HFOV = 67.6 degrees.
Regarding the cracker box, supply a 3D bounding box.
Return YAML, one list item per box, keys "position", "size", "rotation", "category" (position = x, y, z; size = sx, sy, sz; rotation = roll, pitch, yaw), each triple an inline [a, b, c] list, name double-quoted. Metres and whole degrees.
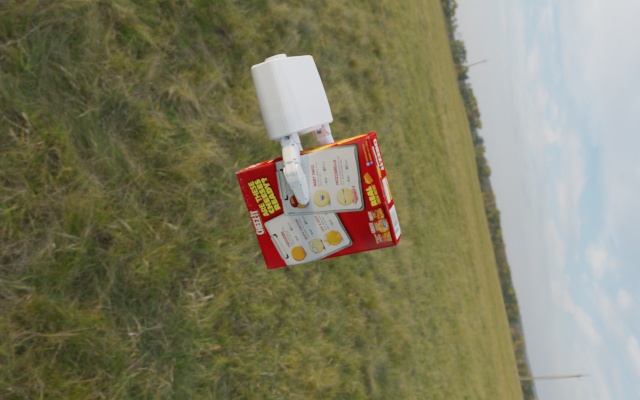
- position: [0.000, 0.002, 0.729]
  size: [0.214, 0.164, 0.072]
  rotation: [-13, 10, 20]
  category: "cracker box"
